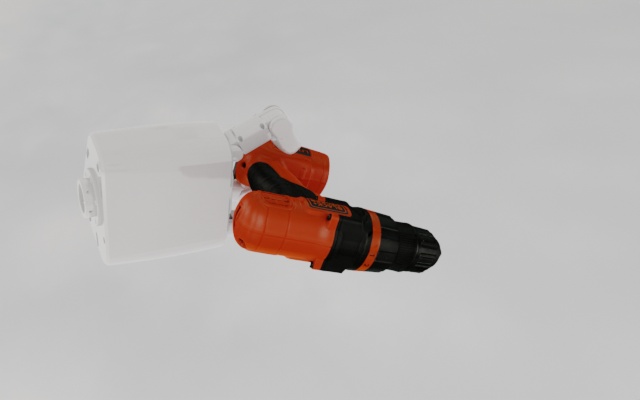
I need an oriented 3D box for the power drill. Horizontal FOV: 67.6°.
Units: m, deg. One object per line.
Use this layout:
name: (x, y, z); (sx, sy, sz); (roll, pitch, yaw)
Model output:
power drill: (0.000, 0.001, 0.447); (0.184, 0.057, 0.187); (14, 18, -24)
